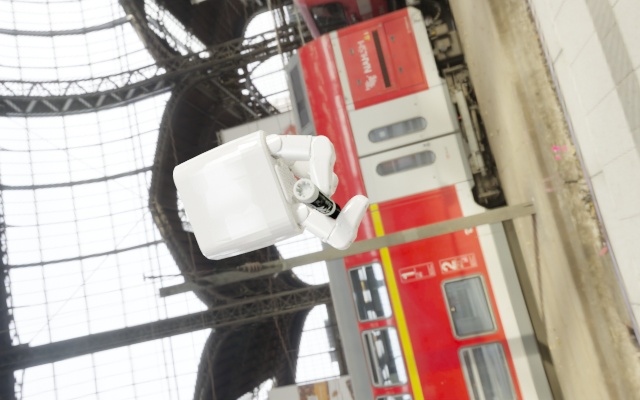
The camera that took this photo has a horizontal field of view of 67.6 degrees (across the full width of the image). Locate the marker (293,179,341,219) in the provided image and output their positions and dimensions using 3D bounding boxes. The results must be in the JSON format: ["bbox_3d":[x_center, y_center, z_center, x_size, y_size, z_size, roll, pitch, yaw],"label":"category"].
[{"bbox_3d":[0.000,0.001,0.456,0.020,0.020,0.121,0,-10,14],"label":"marker"}]
